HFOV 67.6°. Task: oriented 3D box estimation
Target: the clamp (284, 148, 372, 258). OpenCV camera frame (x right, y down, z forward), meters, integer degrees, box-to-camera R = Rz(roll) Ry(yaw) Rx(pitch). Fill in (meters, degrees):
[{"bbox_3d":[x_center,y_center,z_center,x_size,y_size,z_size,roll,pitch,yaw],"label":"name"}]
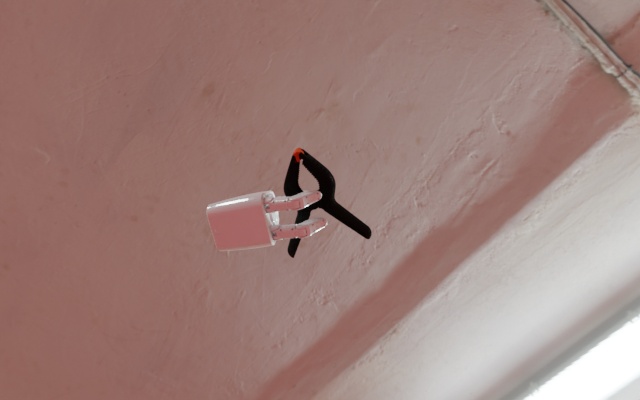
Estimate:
[{"bbox_3d":[0.000,0.002,0.874,0.164,0.210,0.036,-9,23,7],"label":"clamp"}]
